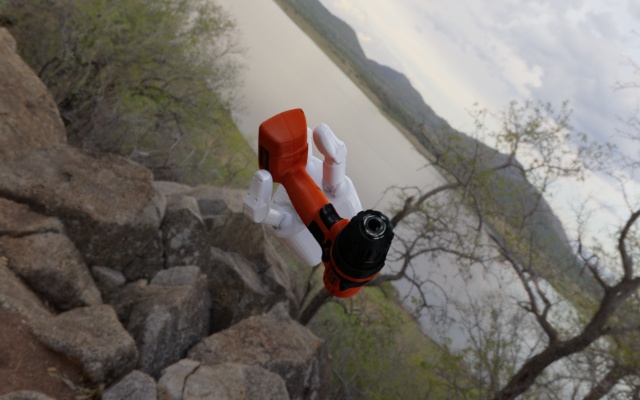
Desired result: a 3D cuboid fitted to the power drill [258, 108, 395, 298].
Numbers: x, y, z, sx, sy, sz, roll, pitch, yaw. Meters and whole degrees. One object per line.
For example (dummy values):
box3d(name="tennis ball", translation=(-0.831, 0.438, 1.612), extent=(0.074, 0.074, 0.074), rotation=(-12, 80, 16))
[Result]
box3d(name="power drill", translation=(0.000, 0.001, 0.486), extent=(0.057, 0.187, 0.184), rotation=(-24, -19, -18))
